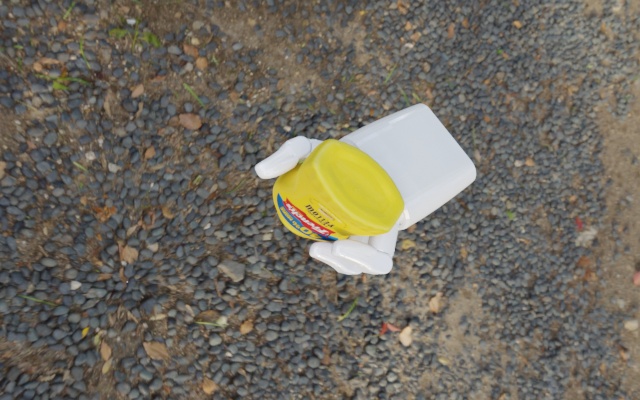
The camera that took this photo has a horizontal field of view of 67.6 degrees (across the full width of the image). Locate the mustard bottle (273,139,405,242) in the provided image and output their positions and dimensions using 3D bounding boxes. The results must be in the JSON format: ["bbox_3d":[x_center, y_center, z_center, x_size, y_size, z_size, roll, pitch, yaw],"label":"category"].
[{"bbox_3d":[0.000,0.002,0.492,0.096,0.058,0.191,39,-21,-12],"label":"mustard bottle"}]
